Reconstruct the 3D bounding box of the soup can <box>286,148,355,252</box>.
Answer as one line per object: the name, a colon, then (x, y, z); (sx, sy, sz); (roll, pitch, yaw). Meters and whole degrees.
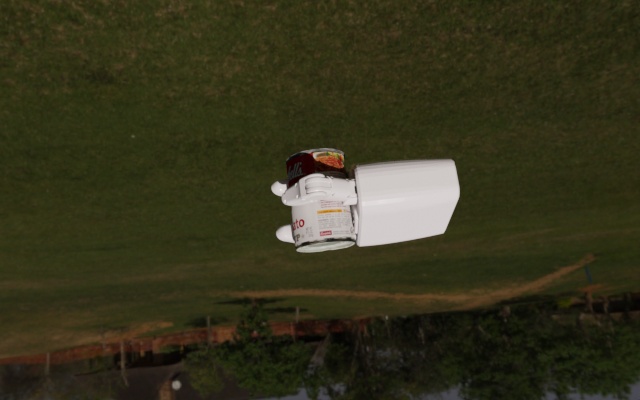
soup can: (0.000, 0.002, 0.530); (0.068, 0.102, 0.068); (-6, -13, -2)
